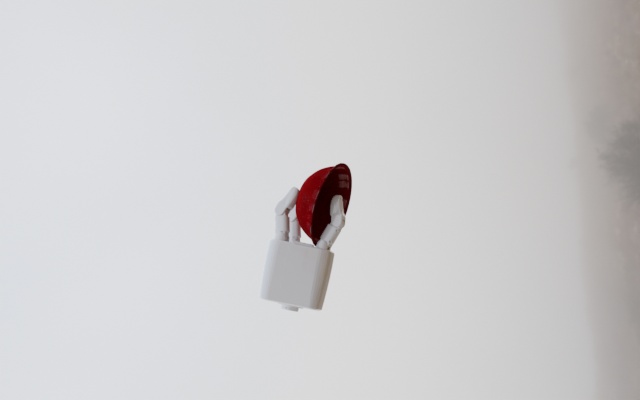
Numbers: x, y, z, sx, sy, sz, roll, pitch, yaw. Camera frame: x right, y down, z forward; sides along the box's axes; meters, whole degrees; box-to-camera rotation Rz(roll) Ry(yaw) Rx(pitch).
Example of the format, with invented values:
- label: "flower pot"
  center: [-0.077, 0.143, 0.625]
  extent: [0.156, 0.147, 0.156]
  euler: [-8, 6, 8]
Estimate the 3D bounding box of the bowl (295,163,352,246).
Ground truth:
- label: "bowl"
  center: [0.000, 0.002, 0.881]
  extent: [0.055, 0.162, 0.162]
  euler: [18, 7, 24]
